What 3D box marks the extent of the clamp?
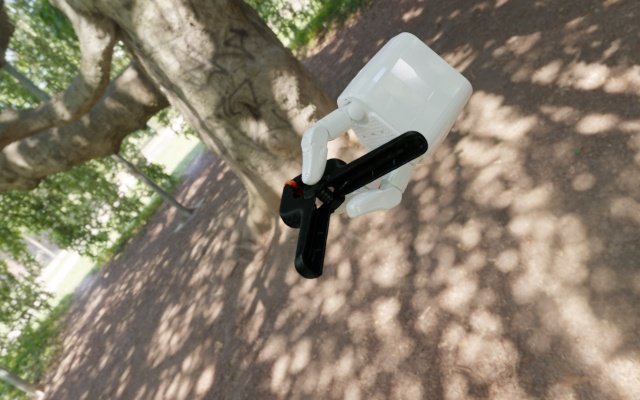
[{"bbox_3d":[-0.001,0.001,0.491,0.036,0.164,0.210,46,-19,-19],"label":"clamp"}]
